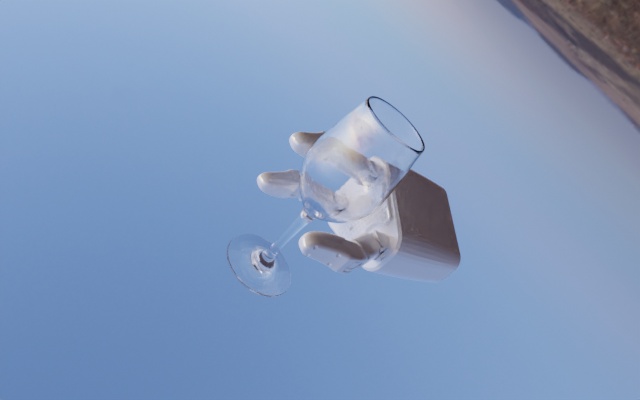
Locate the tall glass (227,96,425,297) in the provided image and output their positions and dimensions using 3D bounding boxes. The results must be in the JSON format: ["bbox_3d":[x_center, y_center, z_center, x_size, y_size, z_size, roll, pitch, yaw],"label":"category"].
[{"bbox_3d":[0.000,0.002,0.425,0.079,0.079,0.201,0,-39,-51],"label":"tall glass"}]
